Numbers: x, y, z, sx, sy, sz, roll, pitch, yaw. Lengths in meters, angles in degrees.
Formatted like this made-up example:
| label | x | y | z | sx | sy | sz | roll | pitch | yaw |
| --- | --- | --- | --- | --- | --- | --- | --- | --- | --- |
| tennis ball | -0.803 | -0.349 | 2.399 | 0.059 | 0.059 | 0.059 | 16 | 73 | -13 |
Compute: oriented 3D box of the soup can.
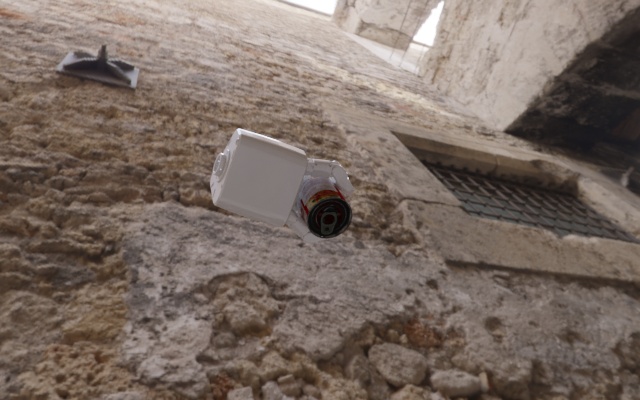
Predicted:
| label | x | y | z | sx | sy | sz | roll | pitch | yaw |
| --- | --- | --- | --- | --- | --- | --- | --- | --- | --- |
| soup can | 0.001 | 0.002 | 0.723 | 0.068 | 0.068 | 0.102 | 0 | 28 | -18 |
